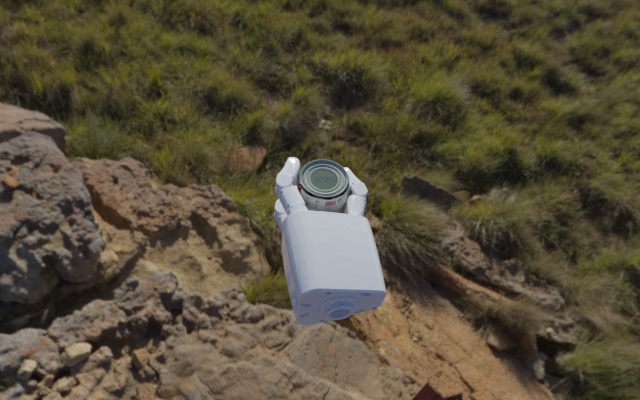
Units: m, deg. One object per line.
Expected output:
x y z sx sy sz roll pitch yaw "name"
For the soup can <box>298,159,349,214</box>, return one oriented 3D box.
0.000 0.002 0.651 0.068 0.068 0.102 0 -38 -7 "soup can"
